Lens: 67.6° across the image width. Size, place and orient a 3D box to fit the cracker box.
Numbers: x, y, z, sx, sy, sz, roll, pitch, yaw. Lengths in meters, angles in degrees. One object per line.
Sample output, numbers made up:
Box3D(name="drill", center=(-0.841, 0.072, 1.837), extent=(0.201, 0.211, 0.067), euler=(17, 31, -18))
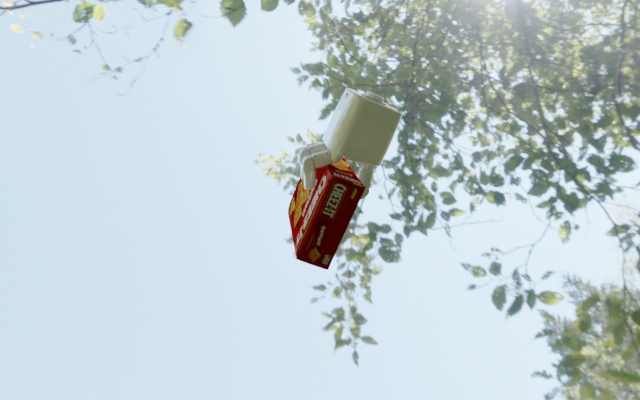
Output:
Box3D(name="cracker box", center=(0.000, 0.003, 0.898), extent=(0.072, 0.164, 0.213), euler=(19, 17, -14))
